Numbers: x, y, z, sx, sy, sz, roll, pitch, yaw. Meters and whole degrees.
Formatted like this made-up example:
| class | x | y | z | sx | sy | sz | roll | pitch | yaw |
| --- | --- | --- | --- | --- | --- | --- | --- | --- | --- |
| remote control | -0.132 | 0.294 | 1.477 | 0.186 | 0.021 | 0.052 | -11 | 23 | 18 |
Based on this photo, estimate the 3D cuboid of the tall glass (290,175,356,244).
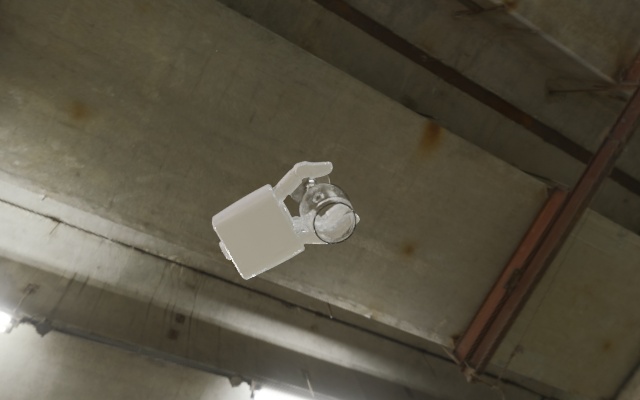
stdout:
| class | x | y | z | sx | sy | sz | roll | pitch | yaw |
| --- | --- | --- | --- | --- | --- | --- | --- | --- | --- |
| tall glass | 0.000 | 0.002 | 0.750 | 0.079 | 0.079 | 0.201 | 0 | 17 | -12 |
